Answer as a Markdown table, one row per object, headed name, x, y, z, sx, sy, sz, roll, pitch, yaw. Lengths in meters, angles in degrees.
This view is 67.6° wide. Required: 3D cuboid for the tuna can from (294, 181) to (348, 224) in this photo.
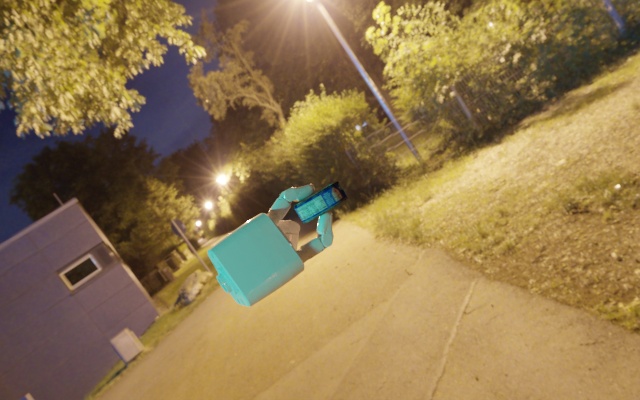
| name | x | y | z | sx | sy | sz | roll | pitch | yaw |
| --- | --- | --- | --- | --- | --- | --- | --- | --- | --- |
| tuna can | 0.000 | 0.002 | 0.778 | 0.086 | 0.034 | 0.086 | -30 | 2 | 1 |
